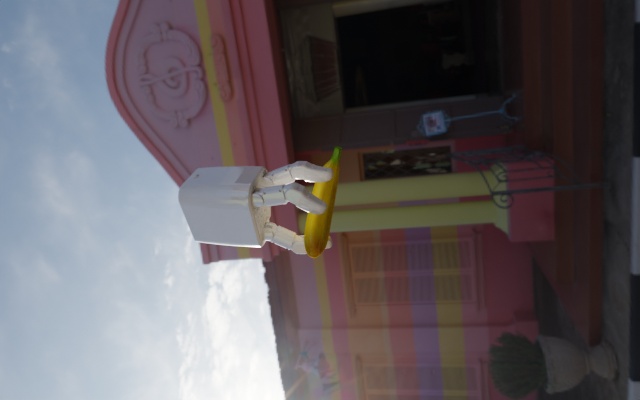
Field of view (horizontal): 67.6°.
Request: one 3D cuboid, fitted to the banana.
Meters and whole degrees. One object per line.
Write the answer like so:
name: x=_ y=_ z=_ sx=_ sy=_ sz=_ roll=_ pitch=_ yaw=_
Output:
banana: x=0.000 y=0.011 z=0.698 sx=0.037 sy=0.197 sz=0.070 roll=7 pitch=-37 yaw=5
